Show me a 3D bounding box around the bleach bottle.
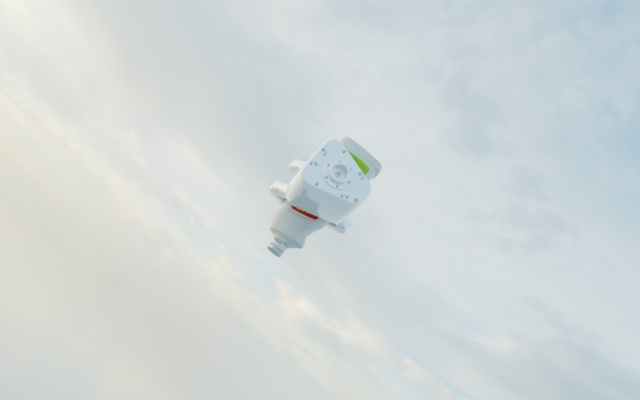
[{"bbox_3d":[0.000,0.003,0.858,0.102,0.250,0.068,40,-22,-2],"label":"bleach bottle"}]
